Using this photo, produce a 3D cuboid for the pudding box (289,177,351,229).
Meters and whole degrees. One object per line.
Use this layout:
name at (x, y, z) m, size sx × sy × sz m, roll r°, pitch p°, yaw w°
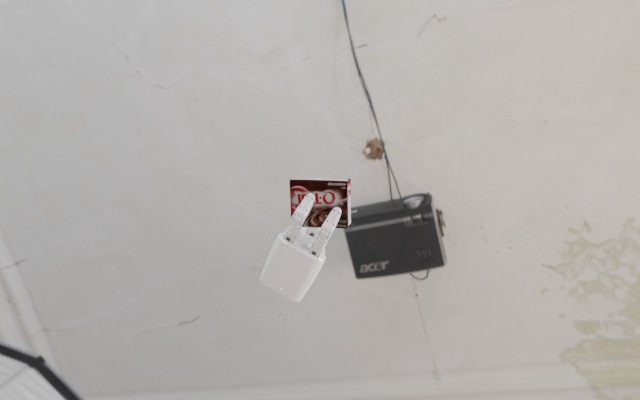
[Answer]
pudding box at (0.000, 0.003, 0.889) m, size 0.113 × 0.090 × 0.039 m, roll 1°, pitch 14°, yaw 12°
